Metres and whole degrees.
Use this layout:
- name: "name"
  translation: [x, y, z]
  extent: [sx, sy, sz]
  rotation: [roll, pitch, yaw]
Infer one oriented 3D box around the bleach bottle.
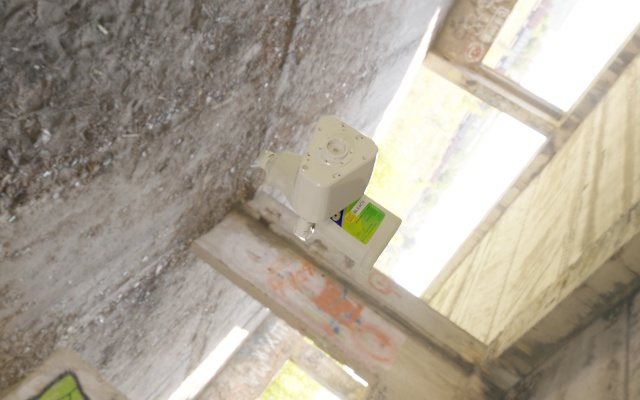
- name: "bleach bottle"
  translation: [0.000, 0.002, 0.764]
  extent: [0.251, 0.102, 0.068]
  rotation: [34, -26, 11]
